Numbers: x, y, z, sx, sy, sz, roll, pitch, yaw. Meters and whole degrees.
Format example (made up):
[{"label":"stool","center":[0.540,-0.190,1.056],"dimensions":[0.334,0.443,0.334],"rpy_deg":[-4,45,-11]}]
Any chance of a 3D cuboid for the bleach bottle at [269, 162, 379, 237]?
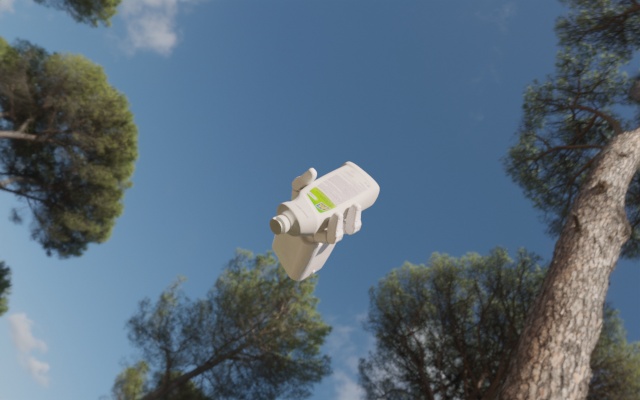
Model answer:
[{"label":"bleach bottle","center":[0.000,0.003,0.880],"dimensions":[0.102,0.068,0.250],"rpy_deg":[41,39,23]}]
